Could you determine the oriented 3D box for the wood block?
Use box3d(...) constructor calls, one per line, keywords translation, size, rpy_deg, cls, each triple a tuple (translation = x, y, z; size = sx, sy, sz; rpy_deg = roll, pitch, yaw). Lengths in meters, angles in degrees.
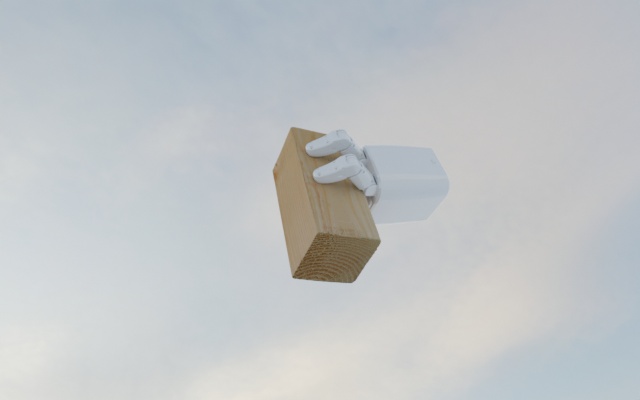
box3d(translation=(0.000, 0.002, 0.659), size=(0.090, 0.091, 0.206), rpy_deg=(9, 41, -23), cls="wood block")
